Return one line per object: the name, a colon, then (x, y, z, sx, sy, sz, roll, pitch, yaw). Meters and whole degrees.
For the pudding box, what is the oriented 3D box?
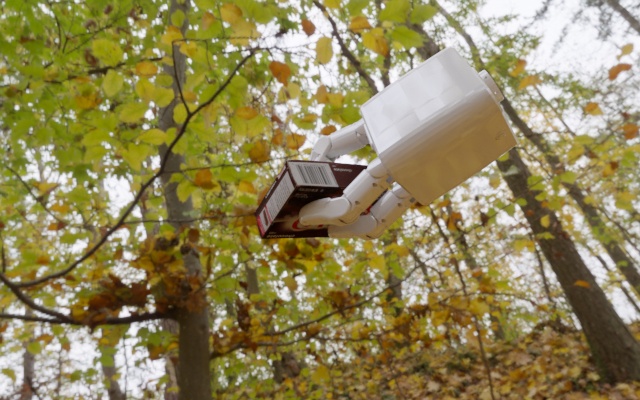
pudding box: (0.000, 0.001, 0.497, 0.113, 0.039, 0.090, 3, -40, -32)
